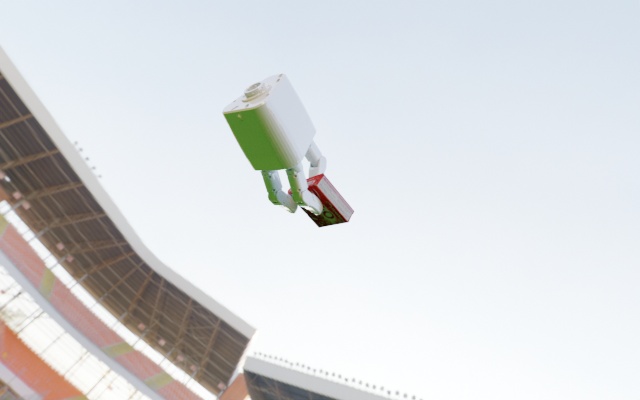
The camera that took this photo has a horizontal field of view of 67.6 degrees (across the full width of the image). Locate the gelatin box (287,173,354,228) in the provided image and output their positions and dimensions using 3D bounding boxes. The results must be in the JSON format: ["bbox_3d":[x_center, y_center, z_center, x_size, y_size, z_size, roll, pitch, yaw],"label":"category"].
[{"bbox_3d":[0.001,0.002,0.777,0.073,0.030,0.089,-14,-55,48],"label":"gelatin box"}]
